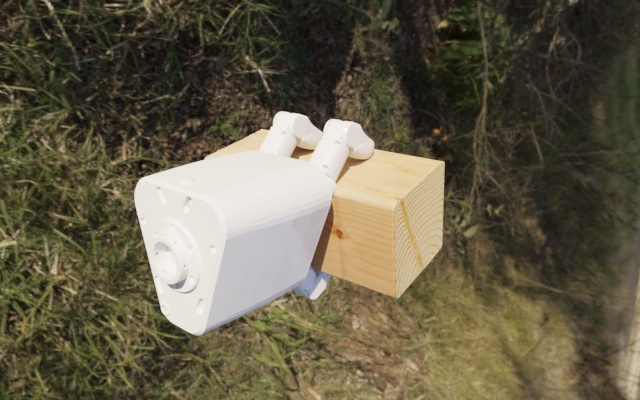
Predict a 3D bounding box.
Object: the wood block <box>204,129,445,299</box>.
[{"bbox_3d":[0.000,0.002,0.448,0.206,0.091,0.090,15,35,34],"label":"wood block"}]
